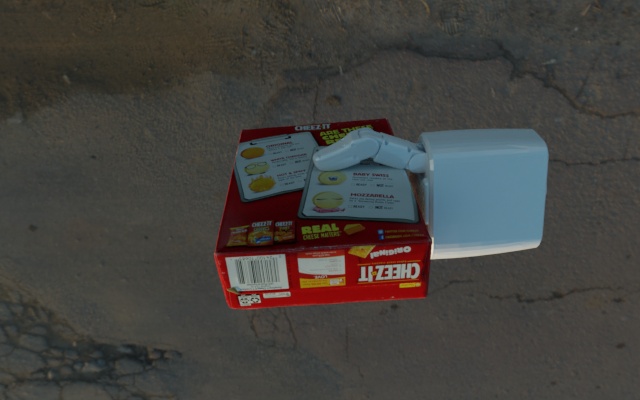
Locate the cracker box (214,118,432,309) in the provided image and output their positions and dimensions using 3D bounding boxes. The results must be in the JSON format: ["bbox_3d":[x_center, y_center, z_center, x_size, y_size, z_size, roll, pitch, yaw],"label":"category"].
[{"bbox_3d":[0.000,0.001,0.454,0.164,0.072,0.213,-4,34,0],"label":"cracker box"}]
